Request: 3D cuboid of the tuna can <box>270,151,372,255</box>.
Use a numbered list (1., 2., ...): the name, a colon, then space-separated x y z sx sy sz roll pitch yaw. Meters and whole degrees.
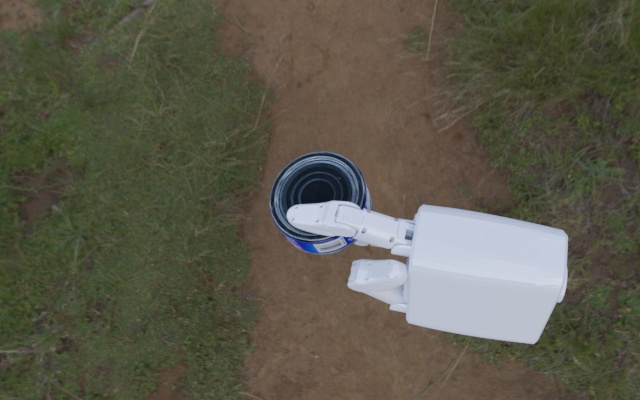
1. tuna can: 0.000 0.001 0.413 0.086 0.086 0.034 0 -23 15
